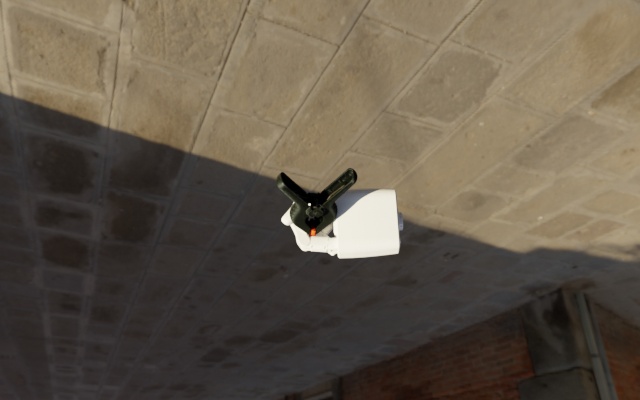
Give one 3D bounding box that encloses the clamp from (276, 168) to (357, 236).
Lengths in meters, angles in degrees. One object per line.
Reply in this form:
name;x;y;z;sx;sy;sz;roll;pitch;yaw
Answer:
clamp;0.000;0.003;0.762;0.120;0.039;0.172;-4;-30;3
